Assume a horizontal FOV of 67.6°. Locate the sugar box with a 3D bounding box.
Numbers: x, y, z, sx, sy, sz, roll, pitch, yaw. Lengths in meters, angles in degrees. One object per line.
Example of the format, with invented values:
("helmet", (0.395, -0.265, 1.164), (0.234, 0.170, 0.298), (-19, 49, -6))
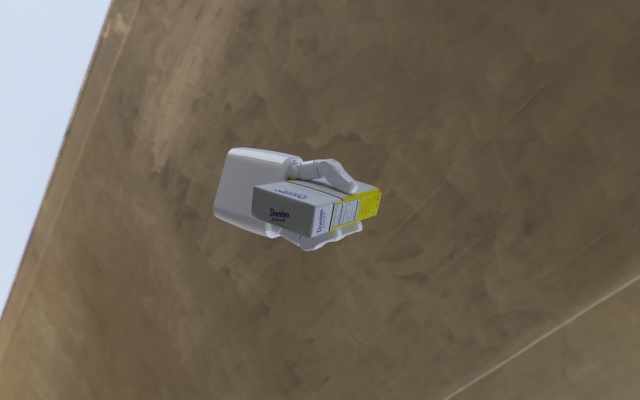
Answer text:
("sugar box", (0.000, 0.003, 0.626), (0.093, 0.048, 0.176), (18, 19, 30))
